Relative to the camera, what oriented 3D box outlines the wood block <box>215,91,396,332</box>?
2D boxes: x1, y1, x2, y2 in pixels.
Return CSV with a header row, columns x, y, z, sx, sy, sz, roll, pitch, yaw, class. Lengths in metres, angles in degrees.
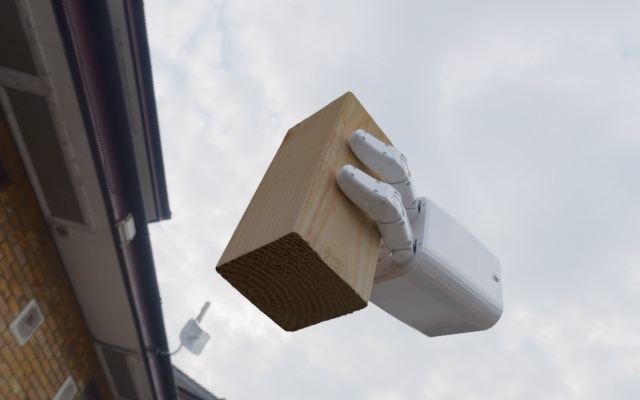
x,y,z,sx,sy,sz,roll,pitch,yaw,class
0.000,0.002,0.436,0.091,0.090,0.206,-27,27,33,wood block
